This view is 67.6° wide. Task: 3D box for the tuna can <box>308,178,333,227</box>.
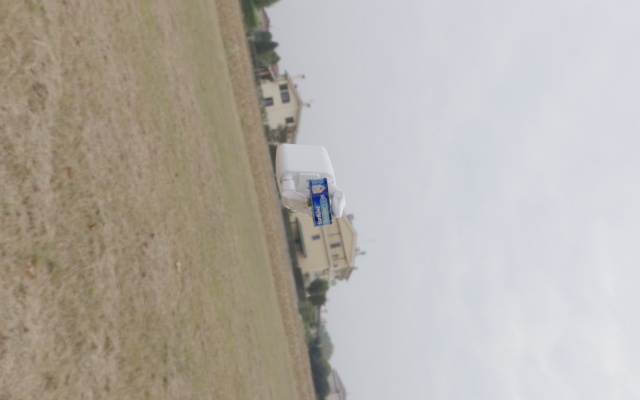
[{"bbox_3d":[0.001,0.003,0.846,0.034,0.086,0.086,-7,0,1],"label":"tuna can"}]
